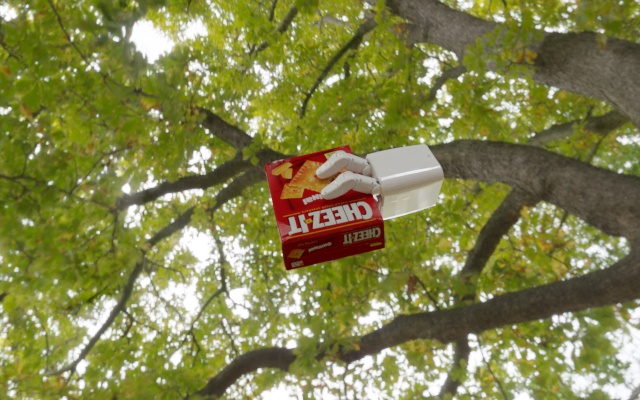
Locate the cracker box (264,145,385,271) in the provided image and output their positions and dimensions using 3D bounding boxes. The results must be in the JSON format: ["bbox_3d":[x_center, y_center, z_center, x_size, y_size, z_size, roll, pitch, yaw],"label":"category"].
[{"bbox_3d":[0.000,0.003,0.812,0.164,0.072,0.213,-13,41,-5],"label":"cracker box"}]
